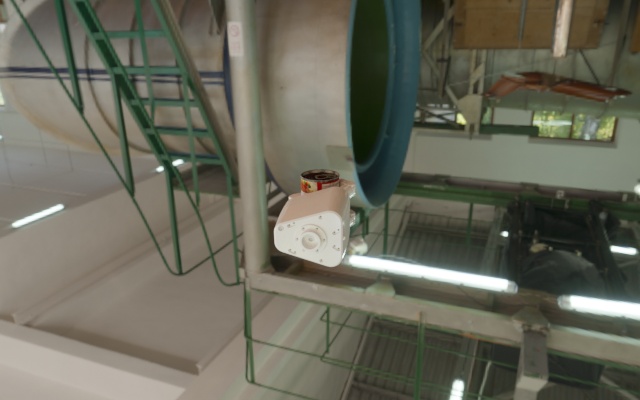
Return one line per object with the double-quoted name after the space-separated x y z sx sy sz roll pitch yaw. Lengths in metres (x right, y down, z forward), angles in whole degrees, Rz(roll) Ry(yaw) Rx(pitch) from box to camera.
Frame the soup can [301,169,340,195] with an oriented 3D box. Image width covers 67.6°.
0.000 0.003 0.846 0.068 0.102 0.068 -1 20 0 "soup can"
